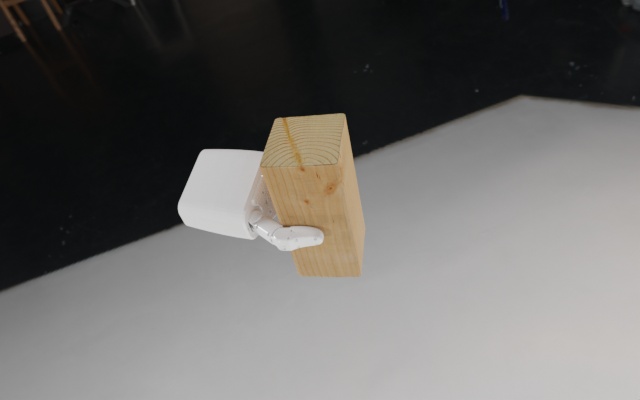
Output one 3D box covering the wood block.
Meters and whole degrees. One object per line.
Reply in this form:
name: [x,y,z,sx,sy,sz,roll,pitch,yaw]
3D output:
wood block: [0.000,0.002,0.612,0.090,0.090,0.206,-1,-44,14]
